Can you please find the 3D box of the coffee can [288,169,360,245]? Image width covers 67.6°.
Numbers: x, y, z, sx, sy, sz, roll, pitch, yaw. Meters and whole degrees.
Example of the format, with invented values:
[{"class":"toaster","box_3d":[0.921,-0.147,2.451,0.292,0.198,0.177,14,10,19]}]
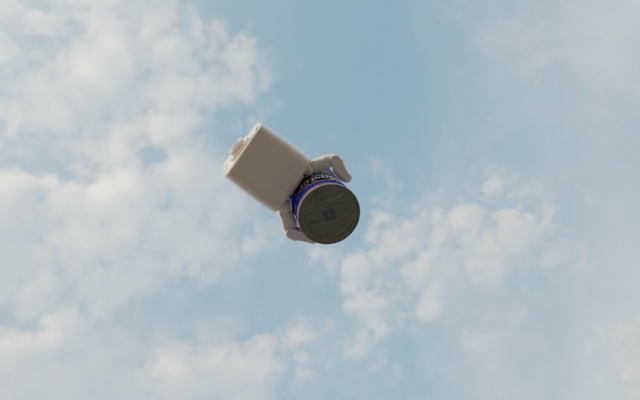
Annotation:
[{"class":"coffee can","box_3d":[0.000,0.003,0.824,0.103,0.103,0.140,0,17,-12]}]
